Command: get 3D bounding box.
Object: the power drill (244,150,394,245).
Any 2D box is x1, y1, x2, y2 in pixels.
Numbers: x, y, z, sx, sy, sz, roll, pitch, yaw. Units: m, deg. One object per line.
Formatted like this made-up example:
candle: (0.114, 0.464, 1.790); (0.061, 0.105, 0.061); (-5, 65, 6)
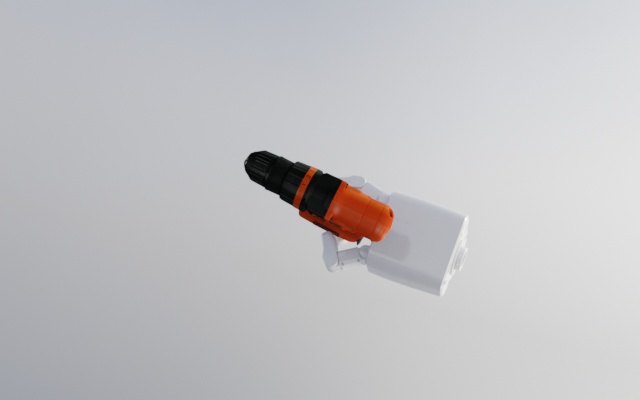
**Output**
power drill: (0.000, 0.002, 0.616); (0.184, 0.057, 0.188); (27, -4, 7)
